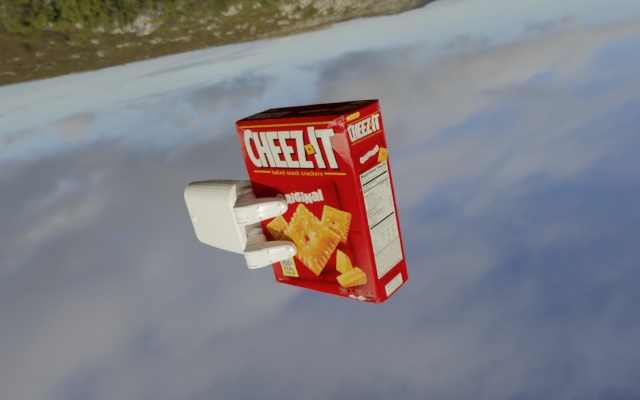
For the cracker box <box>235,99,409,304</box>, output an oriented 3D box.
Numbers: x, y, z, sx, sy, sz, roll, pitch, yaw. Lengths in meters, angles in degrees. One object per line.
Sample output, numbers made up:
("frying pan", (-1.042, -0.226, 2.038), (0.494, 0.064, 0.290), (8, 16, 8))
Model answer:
("cracker box", (0.000, 0.002, 0.549), (0.164, 0.214, 0.072), (4, 26, 40))
